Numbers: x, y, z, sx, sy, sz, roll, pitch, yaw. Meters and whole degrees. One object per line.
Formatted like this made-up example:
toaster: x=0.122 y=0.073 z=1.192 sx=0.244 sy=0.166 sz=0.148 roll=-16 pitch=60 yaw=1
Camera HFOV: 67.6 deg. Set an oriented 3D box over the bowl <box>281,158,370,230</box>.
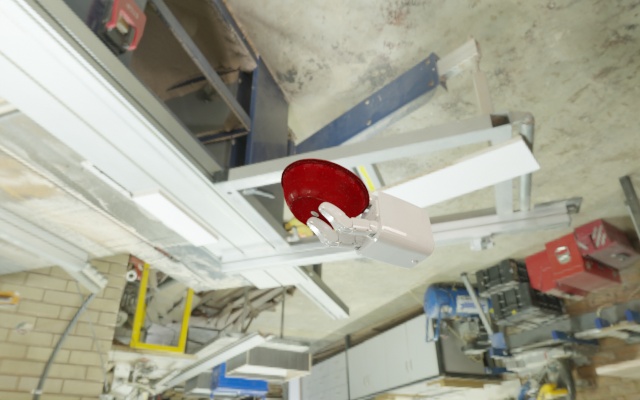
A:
bowl: x=-0.001 y=0.003 z=0.819 sx=0.162 sy=0.055 sz=0.162 roll=13 pitch=-36 yaw=10
